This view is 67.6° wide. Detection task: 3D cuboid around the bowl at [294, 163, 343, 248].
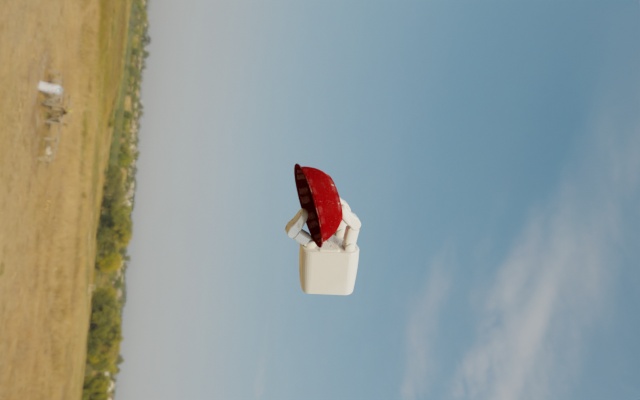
[{"bbox_3d":[0.000,0.002,0.884,0.055,0.162,0.162,-16,3,-10],"label":"bowl"}]
